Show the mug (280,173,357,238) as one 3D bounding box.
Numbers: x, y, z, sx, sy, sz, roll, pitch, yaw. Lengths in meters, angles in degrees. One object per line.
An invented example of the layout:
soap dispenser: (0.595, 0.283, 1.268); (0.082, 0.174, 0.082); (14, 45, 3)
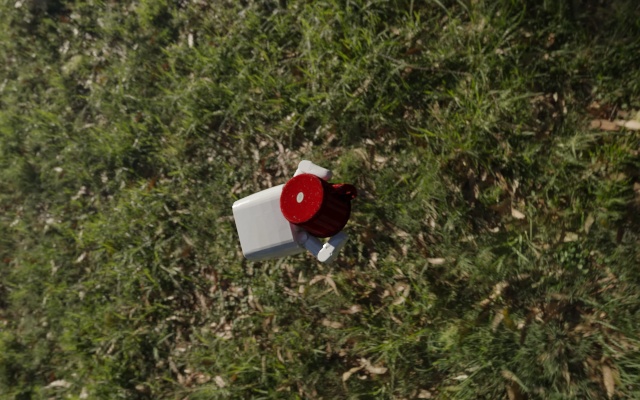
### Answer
mug: (0.001, 0.002, 0.737); (0.117, 0.093, 0.081); (-20, -22, 22)
